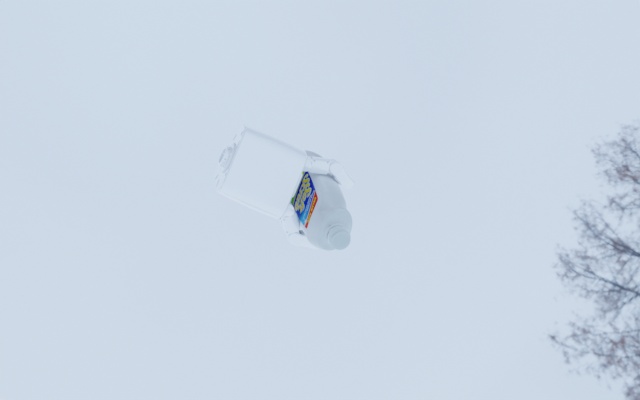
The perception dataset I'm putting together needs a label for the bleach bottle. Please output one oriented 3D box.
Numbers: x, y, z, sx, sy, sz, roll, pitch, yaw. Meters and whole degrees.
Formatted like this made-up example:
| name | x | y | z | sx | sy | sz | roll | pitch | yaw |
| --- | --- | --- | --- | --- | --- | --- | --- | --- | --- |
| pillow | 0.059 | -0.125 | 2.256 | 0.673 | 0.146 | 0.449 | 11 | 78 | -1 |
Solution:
| name | x | y | z | sx | sy | sz | roll | pitch | yaw |
| --- | --- | --- | --- | --- | --- | --- | --- | --- | --- |
| bleach bottle | 0.000 | 0.003 | 0.766 | 0.068 | 0.102 | 0.250 | 24 | 13 | -23 |
